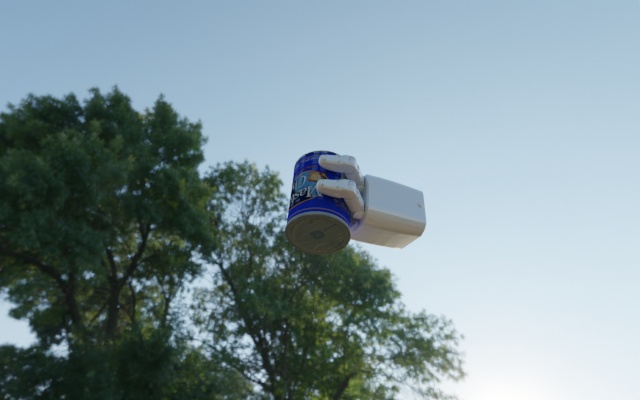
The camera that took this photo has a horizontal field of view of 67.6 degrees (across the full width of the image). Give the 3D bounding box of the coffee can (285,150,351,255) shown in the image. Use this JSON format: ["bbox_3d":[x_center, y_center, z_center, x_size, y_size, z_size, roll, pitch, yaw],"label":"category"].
[{"bbox_3d":[0.000,0.003,0.781,0.103,0.140,0.103,3,-41,2],"label":"coffee can"}]
